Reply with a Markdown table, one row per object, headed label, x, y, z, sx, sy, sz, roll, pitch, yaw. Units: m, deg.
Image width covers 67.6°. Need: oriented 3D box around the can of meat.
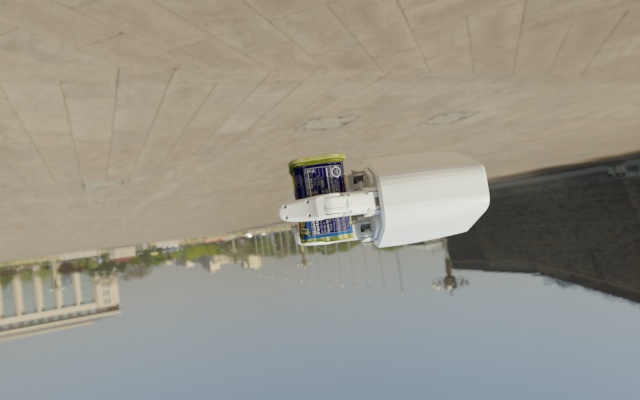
| label | x | y | z | sx | sy | sz | roll | pitch | yaw |
| --- | --- | --- | --- | --- | --- | --- | --- | --- | --- |
| can of meat | 0.000 | 0.002 | 0.504 | 0.057 | 0.084 | 0.102 | -8 | -3 | -4 |
